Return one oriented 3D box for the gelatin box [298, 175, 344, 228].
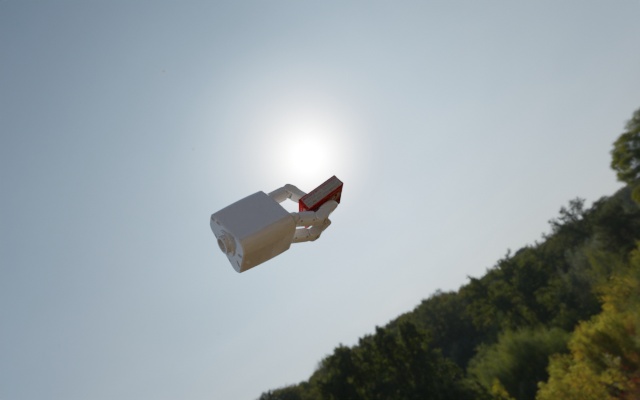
[{"bbox_3d":[0.000,0.002,0.883,0.089,0.030,0.073,-37,-22,-22],"label":"gelatin box"}]
